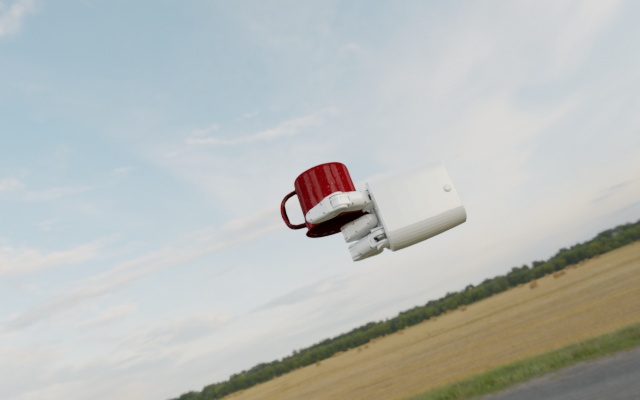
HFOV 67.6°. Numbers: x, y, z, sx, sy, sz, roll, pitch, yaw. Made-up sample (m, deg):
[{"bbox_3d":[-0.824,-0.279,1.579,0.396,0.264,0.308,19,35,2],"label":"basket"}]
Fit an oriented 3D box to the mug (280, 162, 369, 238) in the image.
[{"bbox_3d":[-0.001,0.003,0.674,0.117,0.081,0.093,-19,-17,-2],"label":"mug"}]
